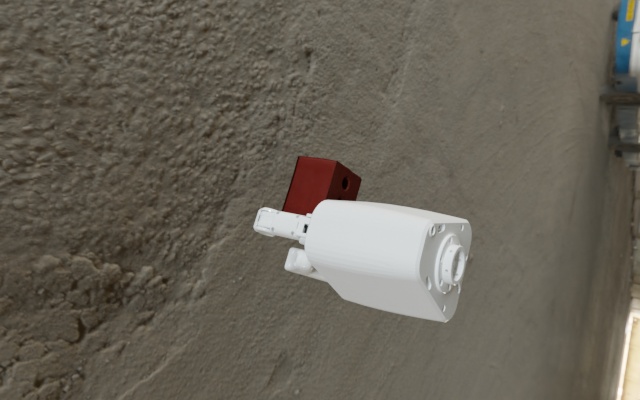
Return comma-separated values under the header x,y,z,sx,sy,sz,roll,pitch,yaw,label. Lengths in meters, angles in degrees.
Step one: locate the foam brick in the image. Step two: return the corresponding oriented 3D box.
x,y,z,sx,sy,sz,roll,pitch,yaw,label
0.000,0.001,0.483,0.051,0.078,0.053,7,-14,37,foam brick
